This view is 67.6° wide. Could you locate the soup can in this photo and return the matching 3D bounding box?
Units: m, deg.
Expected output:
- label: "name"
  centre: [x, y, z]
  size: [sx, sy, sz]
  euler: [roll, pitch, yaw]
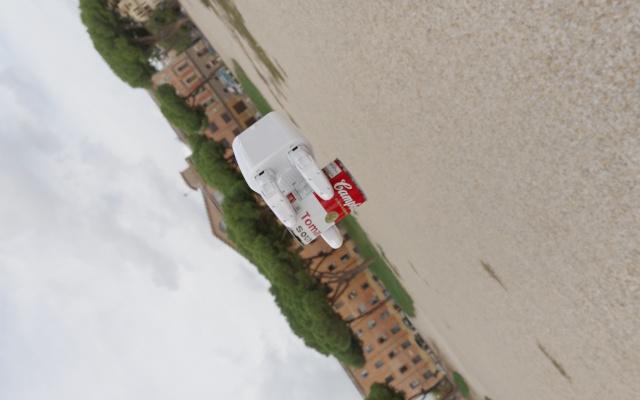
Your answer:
- label: "soup can"
  centre: [0.000, 0.003, 0.612]
  size: [0.102, 0.068, 0.068]
  euler: [-36, 0, 1]
